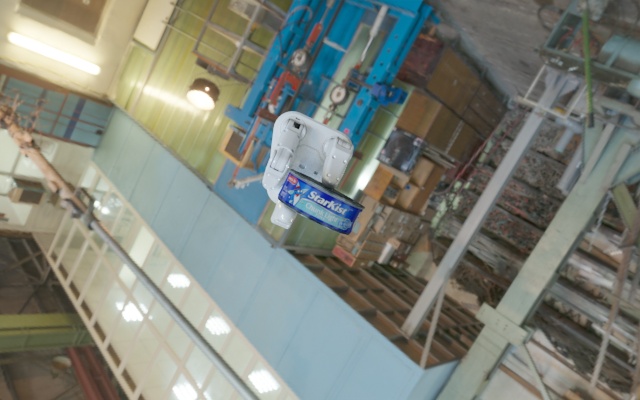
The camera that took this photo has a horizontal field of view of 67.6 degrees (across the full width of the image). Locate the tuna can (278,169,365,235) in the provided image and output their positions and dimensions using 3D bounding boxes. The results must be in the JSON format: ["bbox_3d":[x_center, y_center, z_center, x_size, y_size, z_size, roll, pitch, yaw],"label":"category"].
[{"bbox_3d":[0.000,0.002,0.489,0.086,0.034,0.086,27,4,-2],"label":"tuna can"}]
